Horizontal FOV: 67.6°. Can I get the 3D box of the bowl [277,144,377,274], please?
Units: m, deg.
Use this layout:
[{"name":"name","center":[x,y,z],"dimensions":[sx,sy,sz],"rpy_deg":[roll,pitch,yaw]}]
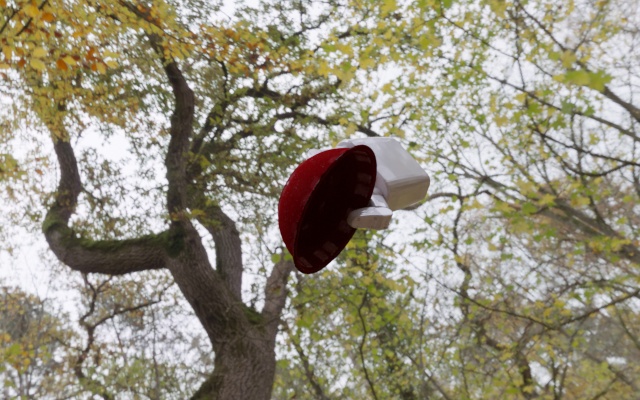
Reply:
[{"name":"bowl","center":[-0.001,0.002,0.550],"dimensions":[0.055,0.162,0.162],"rpy_deg":[28,12,25]}]
